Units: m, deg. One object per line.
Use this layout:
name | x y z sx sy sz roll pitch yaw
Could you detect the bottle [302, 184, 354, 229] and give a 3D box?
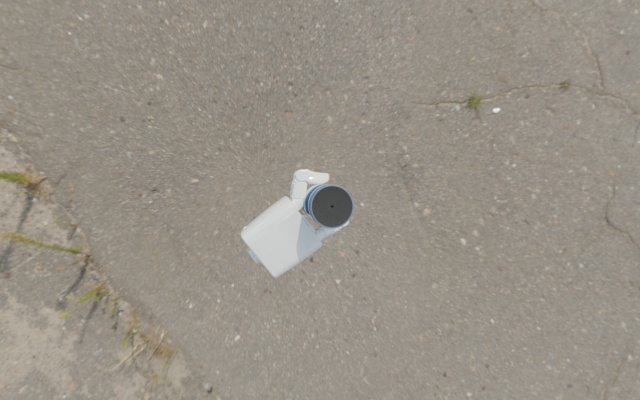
bottle | 0.000 0.003 0.858 0.069 0.069 0.295 0 2 -7
